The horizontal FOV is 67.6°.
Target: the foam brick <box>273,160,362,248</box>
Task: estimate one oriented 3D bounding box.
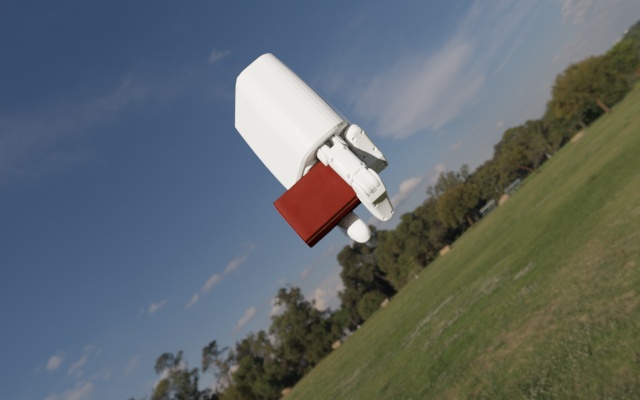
[{"bbox_3d":[0.000,0.002,0.471,0.078,0.051,0.053,-42,-10,-6],"label":"foam brick"}]
